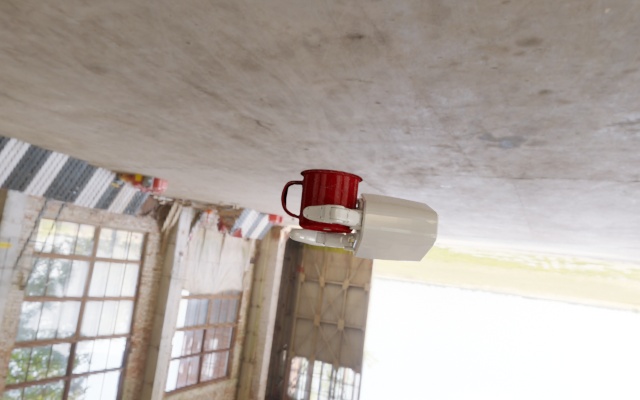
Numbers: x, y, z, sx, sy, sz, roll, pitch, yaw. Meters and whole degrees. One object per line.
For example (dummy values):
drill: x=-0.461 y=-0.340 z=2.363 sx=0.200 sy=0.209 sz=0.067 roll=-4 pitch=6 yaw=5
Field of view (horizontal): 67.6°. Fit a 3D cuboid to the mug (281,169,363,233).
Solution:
mug: x=-0.001 y=0.002 z=0.699 sx=0.117 sy=0.081 sz=0.093 roll=7 pitch=-8 yaw=-1
